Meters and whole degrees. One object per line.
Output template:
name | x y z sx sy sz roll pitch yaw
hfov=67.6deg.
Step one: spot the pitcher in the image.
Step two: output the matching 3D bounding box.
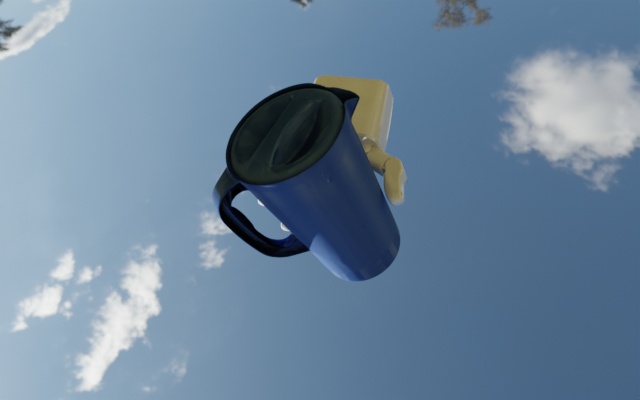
pitcher | 0.000 0.002 0.552 0.149 0.145 0.243 -4 -36 27
